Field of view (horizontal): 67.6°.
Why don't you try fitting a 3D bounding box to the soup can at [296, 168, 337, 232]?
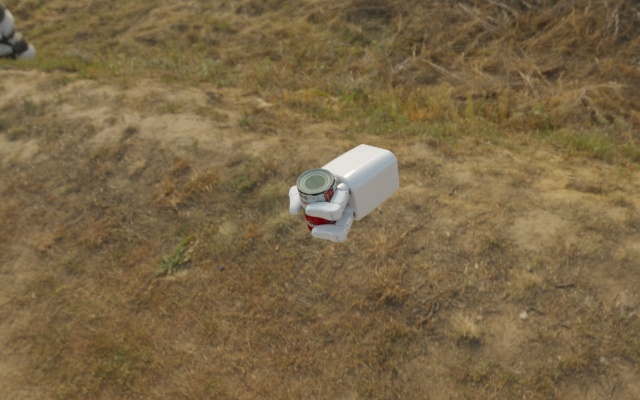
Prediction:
[{"bbox_3d":[0.000,0.003,0.836,0.068,0.102,0.068,-7,43,7],"label":"soup can"}]
